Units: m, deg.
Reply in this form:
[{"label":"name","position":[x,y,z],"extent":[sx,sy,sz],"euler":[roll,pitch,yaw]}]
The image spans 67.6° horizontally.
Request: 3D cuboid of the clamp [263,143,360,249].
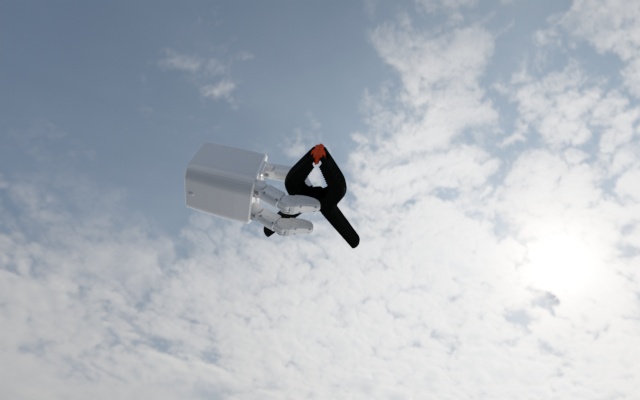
[{"label":"clamp","position":[0.000,0.001,0.752],"extent":[0.164,0.036,0.210],"euler":[12,-44,-4]}]
